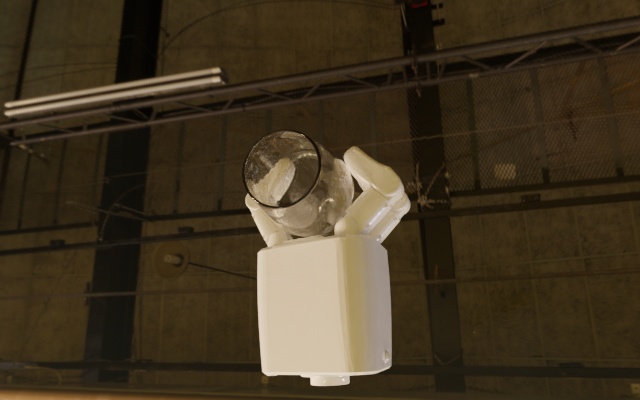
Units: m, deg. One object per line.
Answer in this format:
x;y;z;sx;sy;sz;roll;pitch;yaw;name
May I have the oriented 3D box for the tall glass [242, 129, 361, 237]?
0.000;0.001;0.440;0.079;0.079;0.201;0;-15;18;tall glass
